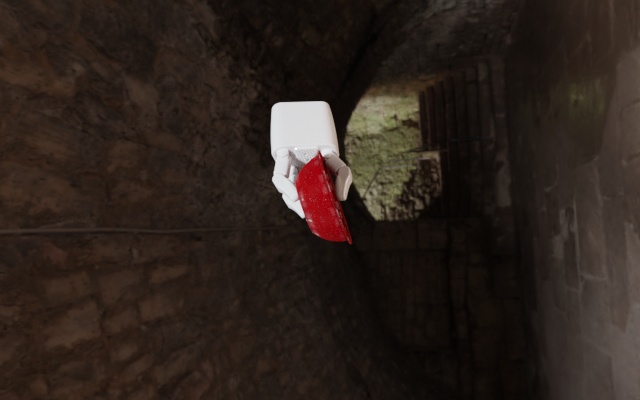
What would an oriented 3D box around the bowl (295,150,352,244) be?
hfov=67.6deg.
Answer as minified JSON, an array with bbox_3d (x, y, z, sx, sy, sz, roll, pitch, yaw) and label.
[{"bbox_3d":[0.000,0.004,0.776,0.055,0.162,0.162,-20,-2,4],"label":"bowl"}]
